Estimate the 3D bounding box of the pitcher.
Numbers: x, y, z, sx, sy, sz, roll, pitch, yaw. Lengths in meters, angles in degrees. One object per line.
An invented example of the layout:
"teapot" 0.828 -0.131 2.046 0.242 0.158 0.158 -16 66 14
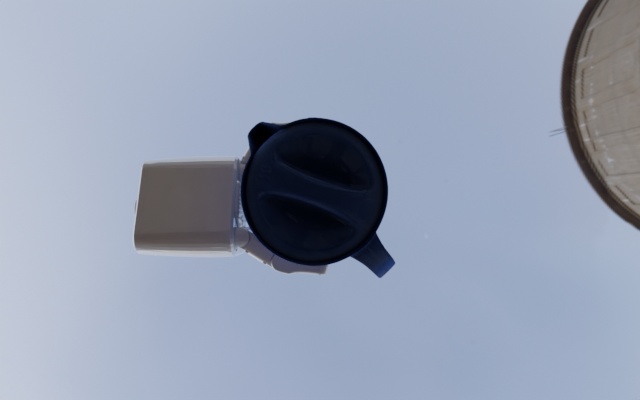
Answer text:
"pitcher" 0.000 0.002 0.540 0.145 0.149 0.243 0 -1 0
